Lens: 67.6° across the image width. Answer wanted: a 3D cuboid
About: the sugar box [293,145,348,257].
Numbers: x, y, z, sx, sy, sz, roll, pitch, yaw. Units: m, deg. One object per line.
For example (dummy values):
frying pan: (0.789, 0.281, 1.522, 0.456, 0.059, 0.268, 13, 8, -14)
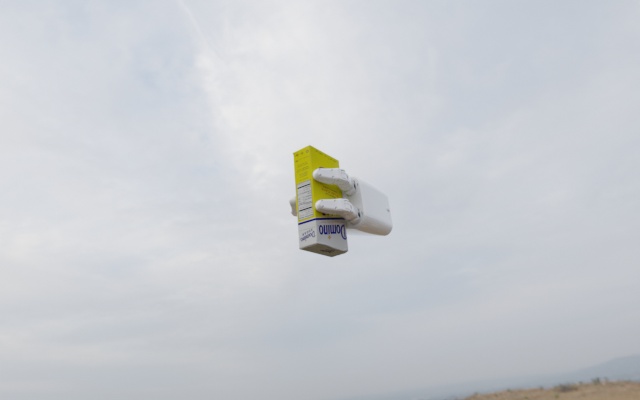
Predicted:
sugar box: (0.001, 0.002, 0.820, 0.048, 0.176, 0.093, -21, -25, 31)
